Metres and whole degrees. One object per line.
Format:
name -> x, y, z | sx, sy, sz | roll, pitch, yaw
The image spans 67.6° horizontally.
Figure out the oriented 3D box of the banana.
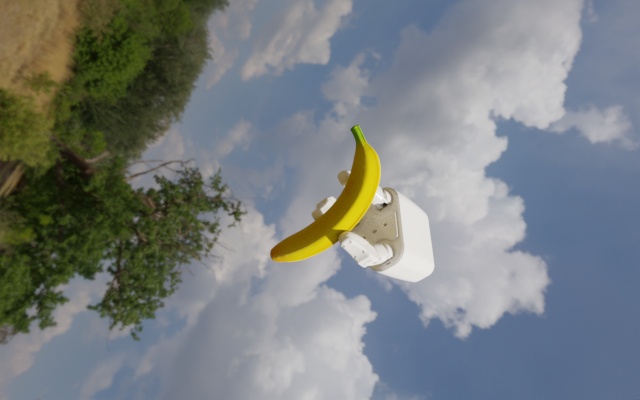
banana -> 0.016, 0.010, 0.576 | 0.069, 0.198, 0.037 | 38, 12, 20
